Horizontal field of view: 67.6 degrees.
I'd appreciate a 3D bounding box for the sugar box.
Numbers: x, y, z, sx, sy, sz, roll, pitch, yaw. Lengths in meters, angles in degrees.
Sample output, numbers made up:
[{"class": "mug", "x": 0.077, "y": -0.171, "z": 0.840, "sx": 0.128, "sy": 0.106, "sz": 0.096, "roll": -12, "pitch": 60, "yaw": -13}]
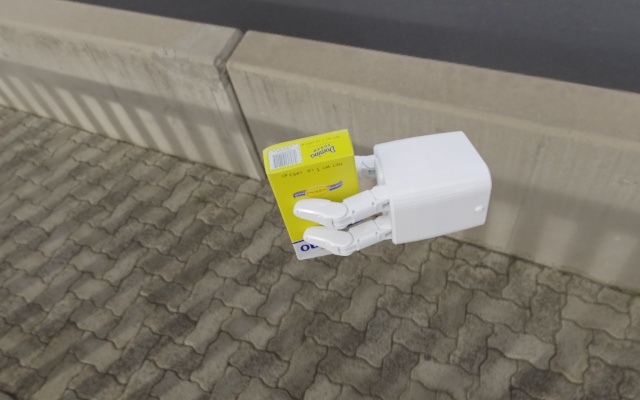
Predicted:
[{"class": "sugar box", "x": 0.000, "y": 0.002, "z": 0.554, "sx": 0.093, "sy": 0.048, "sz": 0.176, "roll": -12, "pitch": -40, "yaw": 2}]
